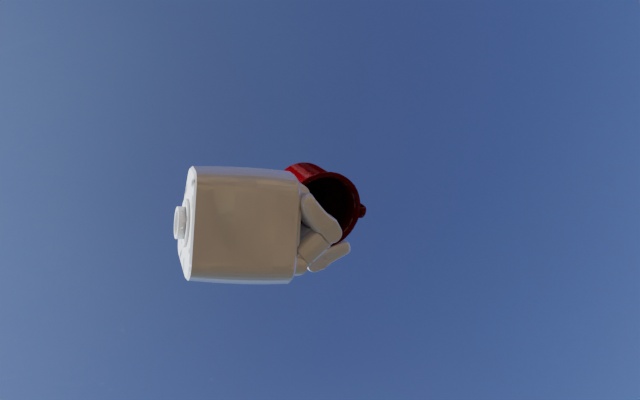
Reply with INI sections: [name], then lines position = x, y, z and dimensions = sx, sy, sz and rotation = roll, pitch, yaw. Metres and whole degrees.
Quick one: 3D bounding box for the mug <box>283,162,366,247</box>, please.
[mug]
position = 0.001, 0.002, 0.586
dimensions = 0.117, 0.093, 0.081
rotation = 5, 15, -25
